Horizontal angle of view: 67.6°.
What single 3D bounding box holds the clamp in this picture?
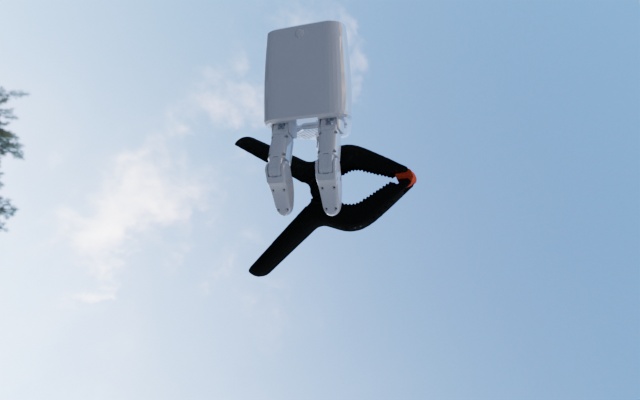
[{"bbox_3d":[0.001,0.002,0.530,0.210,0.164,0.036,-3,-5,19],"label":"clamp"}]
